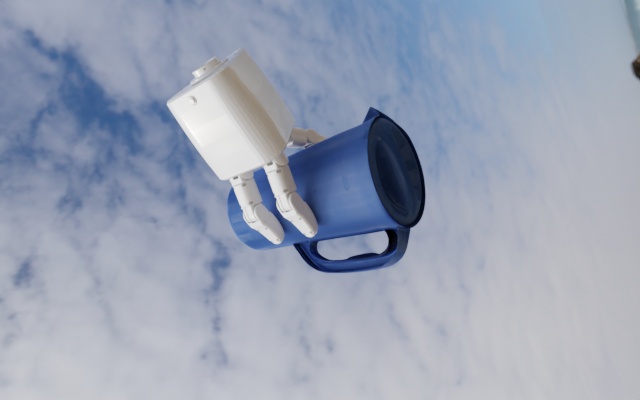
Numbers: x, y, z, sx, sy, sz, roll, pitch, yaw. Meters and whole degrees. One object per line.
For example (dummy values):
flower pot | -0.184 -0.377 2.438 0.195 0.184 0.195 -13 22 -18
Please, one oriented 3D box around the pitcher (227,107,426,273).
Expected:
pitcher | 0.000 0.002 0.603 0.243 0.145 0.149 -16 32 35
